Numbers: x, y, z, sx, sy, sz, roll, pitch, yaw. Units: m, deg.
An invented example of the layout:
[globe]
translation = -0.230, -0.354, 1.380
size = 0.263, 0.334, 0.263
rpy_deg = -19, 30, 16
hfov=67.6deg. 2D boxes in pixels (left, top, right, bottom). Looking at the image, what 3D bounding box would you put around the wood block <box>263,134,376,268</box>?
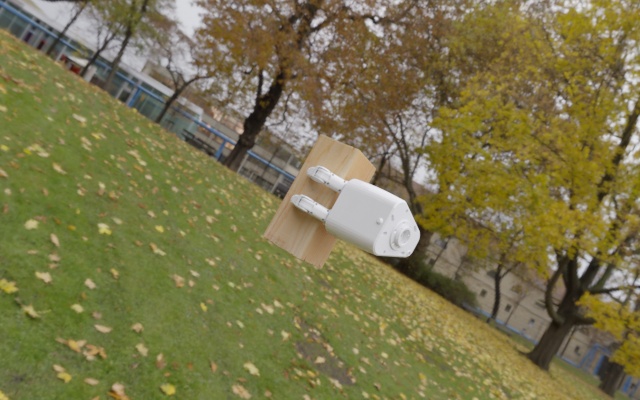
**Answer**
[wood block]
translation = 0.001, 0.003, 0.843
size = 0.090, 0.206, 0.091
rpy_deg = 27, -5, 32
